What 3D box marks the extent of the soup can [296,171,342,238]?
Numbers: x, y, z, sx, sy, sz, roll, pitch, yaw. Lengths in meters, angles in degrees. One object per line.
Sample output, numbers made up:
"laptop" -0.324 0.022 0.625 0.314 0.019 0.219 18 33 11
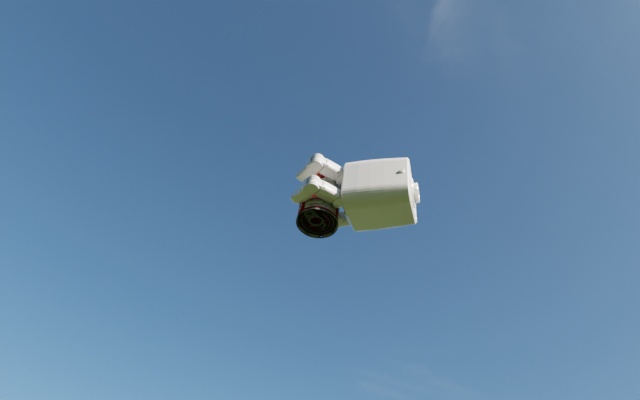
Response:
"soup can" 0.000 0.003 0.791 0.068 0.069 0.102 0 43 9
